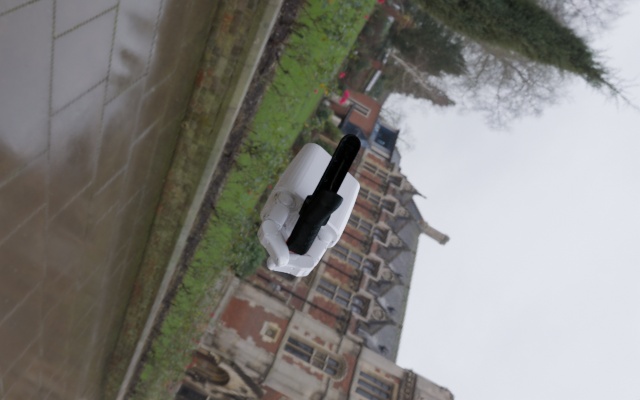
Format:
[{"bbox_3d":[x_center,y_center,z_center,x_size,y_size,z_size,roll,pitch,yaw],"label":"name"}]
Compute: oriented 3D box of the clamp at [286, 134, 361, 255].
[{"bbox_3d":[0.001,0.002,0.569,0.039,0.120,0.171,32,-40,-3],"label":"clamp"}]
